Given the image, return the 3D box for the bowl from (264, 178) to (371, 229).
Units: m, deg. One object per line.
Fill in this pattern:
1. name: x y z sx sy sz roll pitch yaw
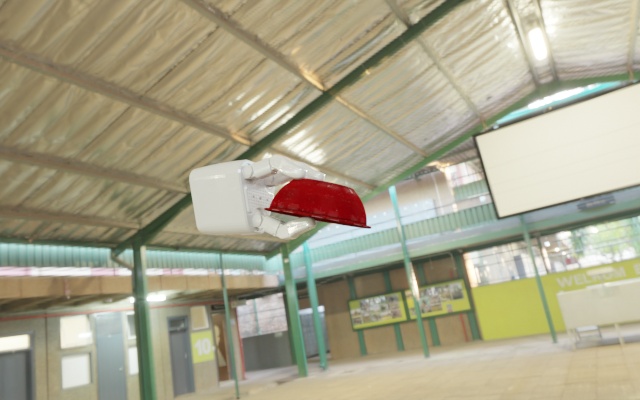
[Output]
1. bowl: 0.001 0.002 0.710 0.162 0.055 0.162 11 -4 1
